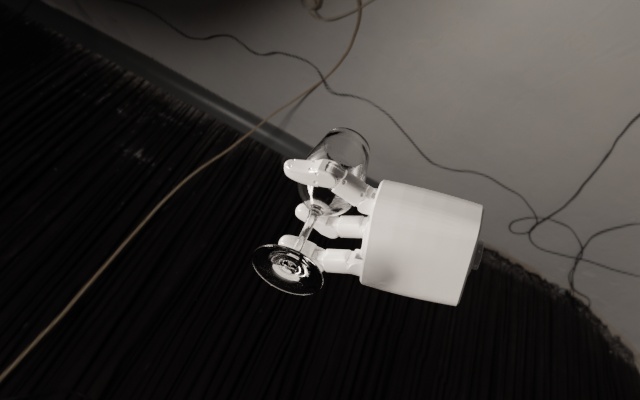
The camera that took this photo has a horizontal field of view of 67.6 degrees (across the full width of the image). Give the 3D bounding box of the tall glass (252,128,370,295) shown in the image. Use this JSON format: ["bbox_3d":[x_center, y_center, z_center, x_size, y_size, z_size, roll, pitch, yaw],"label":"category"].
[{"bbox_3d":[0.000,0.002,0.528,0.079,0.079,0.201,0,43,26],"label":"tall glass"}]
